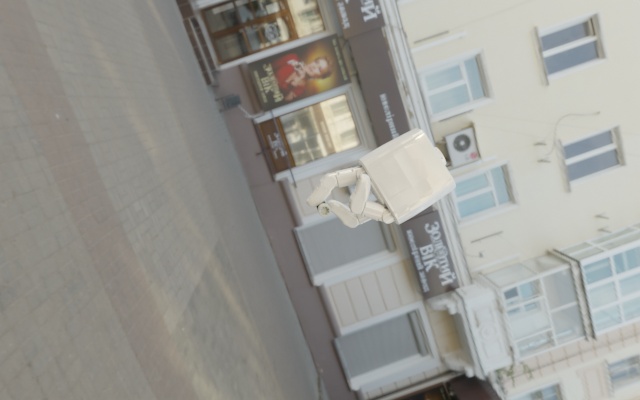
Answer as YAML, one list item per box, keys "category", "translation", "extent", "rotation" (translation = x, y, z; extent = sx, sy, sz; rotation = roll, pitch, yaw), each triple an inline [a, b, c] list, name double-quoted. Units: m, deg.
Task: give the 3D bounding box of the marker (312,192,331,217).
- category: "marker"
  translation: [0.000, 0.003, 0.776]
  extent: [0.020, 0.020, 0.121]
  rotation: [0, 13, -6]
